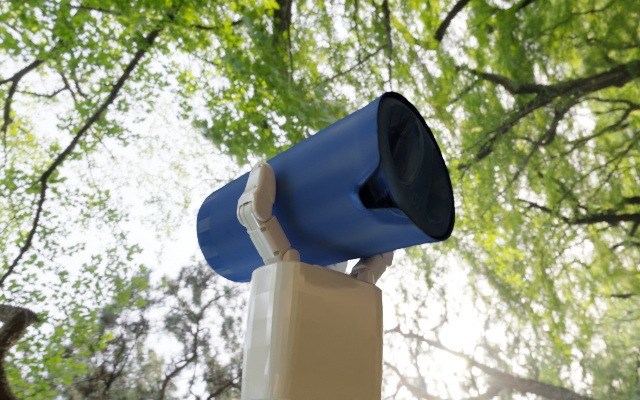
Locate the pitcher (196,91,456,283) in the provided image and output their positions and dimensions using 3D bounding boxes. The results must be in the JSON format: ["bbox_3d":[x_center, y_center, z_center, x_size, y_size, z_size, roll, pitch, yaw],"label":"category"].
[{"bbox_3d":[0.000,0.002,0.471,0.243,0.145,0.149,-21,-37,34],"label":"pitcher"}]
